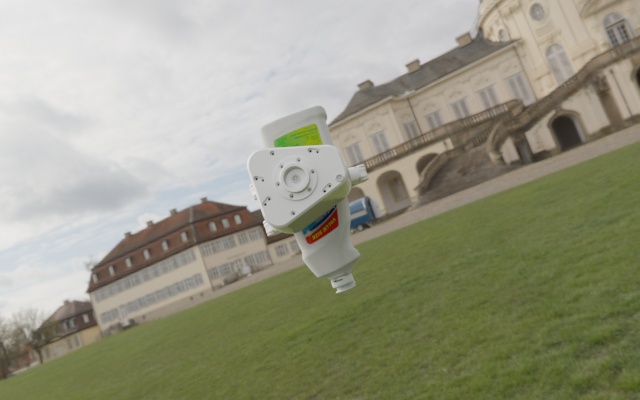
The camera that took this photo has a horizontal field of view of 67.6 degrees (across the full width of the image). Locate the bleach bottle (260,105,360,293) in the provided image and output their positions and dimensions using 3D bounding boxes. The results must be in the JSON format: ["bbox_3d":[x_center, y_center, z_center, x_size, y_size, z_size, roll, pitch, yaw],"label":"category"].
[{"bbox_3d":[0.000,0.002,0.668,0.102,0.251,0.068,-20,-6,1],"label":"bleach bottle"}]
